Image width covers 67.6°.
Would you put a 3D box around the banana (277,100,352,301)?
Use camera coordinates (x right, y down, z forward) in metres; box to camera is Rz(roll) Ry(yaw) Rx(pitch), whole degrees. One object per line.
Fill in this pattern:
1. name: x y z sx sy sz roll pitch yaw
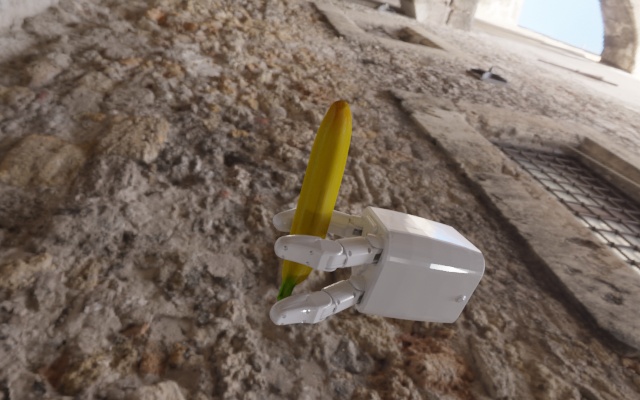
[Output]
1. banana: -0.002 0.001 0.466 0.037 0.198 0.069 13 10 -7
